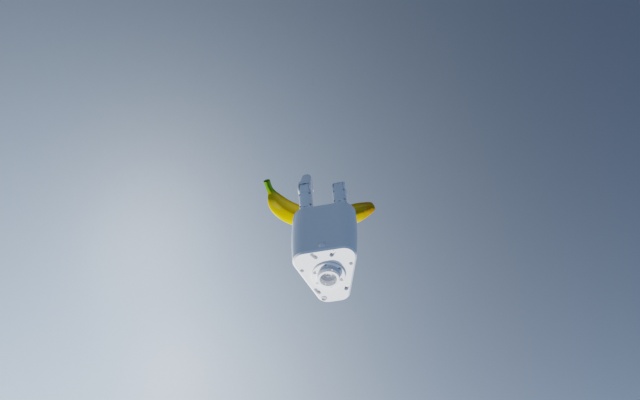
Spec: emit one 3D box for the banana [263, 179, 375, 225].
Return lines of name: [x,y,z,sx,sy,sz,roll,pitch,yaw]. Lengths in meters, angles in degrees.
banana: [-0.007,0.018,0.825,0.198,0.070,0.037,12,25,-4]
